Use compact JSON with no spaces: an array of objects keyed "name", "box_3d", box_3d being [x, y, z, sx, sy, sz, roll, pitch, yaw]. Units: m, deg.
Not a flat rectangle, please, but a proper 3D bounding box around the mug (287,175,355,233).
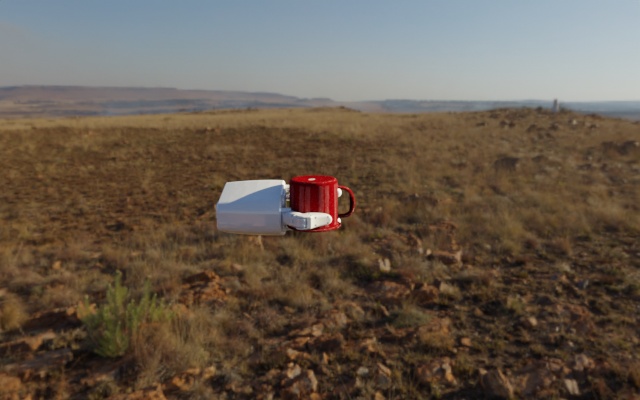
[{"name":"mug","box_3d":[0.002,0.002,0.809,0.117,0.081,0.093,-1,12,-1]}]
